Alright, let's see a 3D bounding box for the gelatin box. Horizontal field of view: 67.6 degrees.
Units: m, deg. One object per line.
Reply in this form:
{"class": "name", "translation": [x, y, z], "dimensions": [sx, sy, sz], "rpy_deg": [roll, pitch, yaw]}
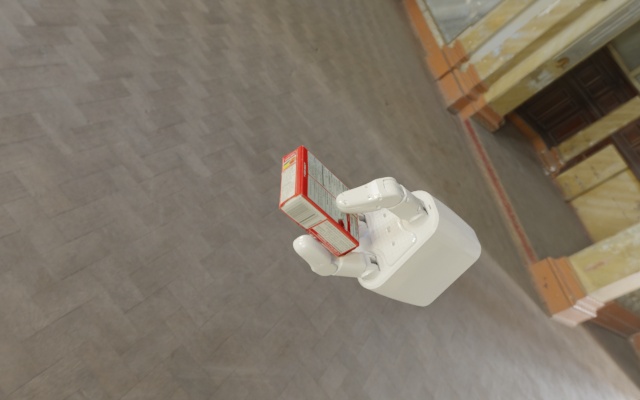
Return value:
{"class": "gelatin box", "translation": [0.000, 0.001, 0.459], "dimensions": [0.030, 0.073, 0.089], "rpy_deg": [-31, -54, 25]}
